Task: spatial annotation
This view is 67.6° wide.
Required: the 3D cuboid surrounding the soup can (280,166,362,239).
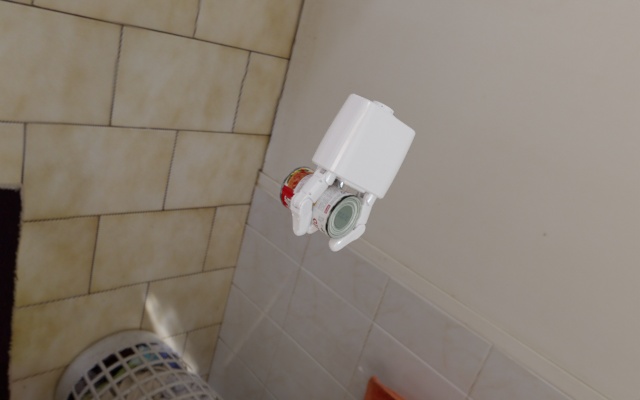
[{"bbox_3d":[0.000,0.003,0.673,0.068,0.068,0.102,0,25,-47],"label":"soup can"}]
